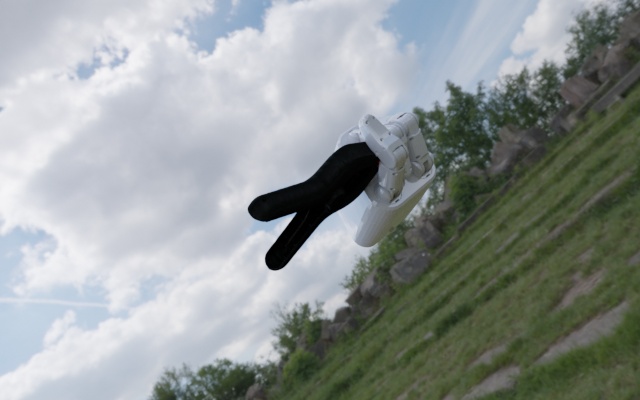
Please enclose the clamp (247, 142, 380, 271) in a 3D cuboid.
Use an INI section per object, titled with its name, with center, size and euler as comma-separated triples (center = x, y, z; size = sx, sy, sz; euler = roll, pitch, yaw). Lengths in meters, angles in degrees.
[clamp]
center = 0.000, 0.001, 0.486
size = 0.171, 0.039, 0.120
euler = -32, -23, -26
